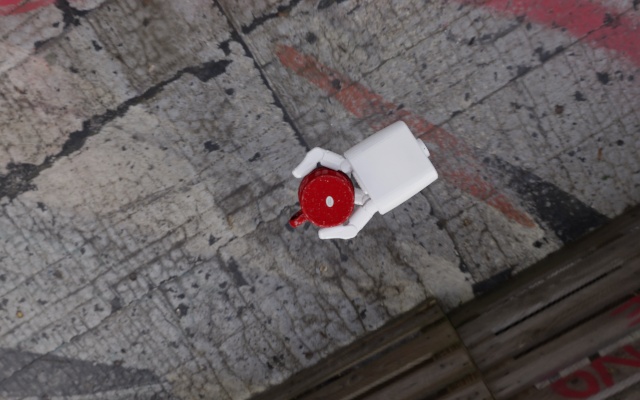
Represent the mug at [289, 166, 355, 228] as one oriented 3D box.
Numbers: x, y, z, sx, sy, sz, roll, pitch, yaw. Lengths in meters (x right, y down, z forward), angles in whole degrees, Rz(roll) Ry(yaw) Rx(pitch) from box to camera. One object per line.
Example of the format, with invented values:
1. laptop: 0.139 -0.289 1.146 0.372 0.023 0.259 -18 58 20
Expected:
1. mug: -0.001 0.003 0.737 0.117 0.093 0.081 -34 7 4
